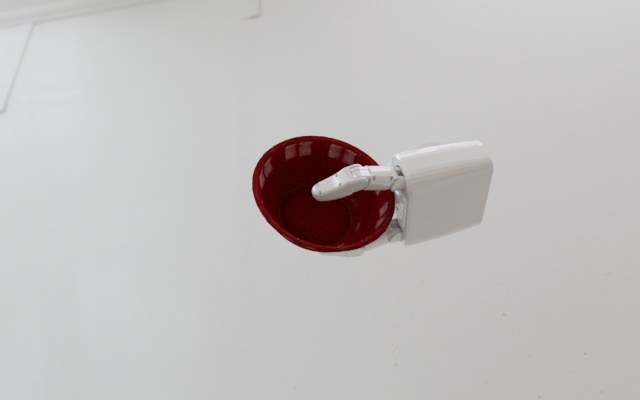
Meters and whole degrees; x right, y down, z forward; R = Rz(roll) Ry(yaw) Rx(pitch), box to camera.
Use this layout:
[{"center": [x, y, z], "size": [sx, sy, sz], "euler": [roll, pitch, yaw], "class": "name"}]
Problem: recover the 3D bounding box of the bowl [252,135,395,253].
[{"center": [-0.001, 0.002, 0.547], "size": [0.162, 0.162, 0.055], "euler": [0, -36, -15], "class": "bowl"}]
